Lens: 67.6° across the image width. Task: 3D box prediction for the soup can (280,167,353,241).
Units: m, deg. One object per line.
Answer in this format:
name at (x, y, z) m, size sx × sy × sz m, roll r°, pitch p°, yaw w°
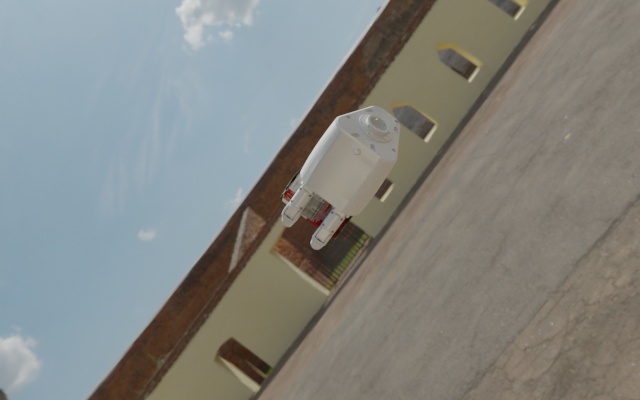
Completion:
soup can at (0.000, 0.002, 0.708) m, size 0.102 × 0.068 × 0.068 m, roll 37°, pitch 2°, yaw 3°
